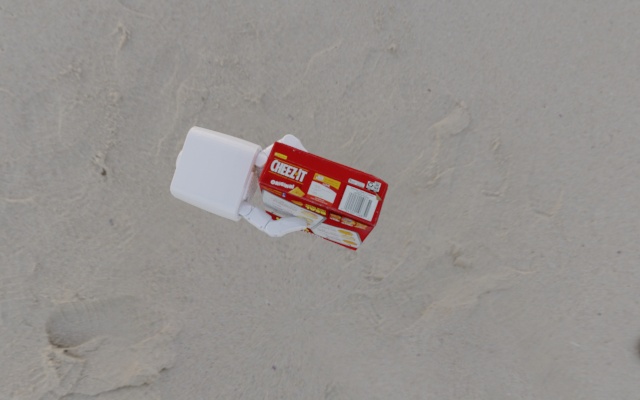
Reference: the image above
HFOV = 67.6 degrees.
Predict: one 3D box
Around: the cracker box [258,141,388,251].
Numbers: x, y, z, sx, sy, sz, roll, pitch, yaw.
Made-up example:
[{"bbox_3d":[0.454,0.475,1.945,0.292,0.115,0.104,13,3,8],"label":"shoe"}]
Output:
[{"bbox_3d":[0.000,0.002,0.717,0.164,0.072,0.214,20,-14,3],"label":"cracker box"}]
